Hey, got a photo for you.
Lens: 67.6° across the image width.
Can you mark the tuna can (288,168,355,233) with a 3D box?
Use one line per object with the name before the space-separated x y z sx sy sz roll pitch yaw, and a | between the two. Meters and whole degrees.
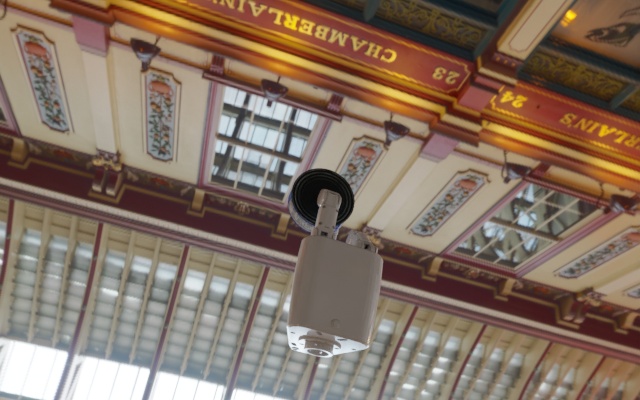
tuna can | 0.000 0.002 0.639 0.086 0.086 0.034 0 -25 -16
